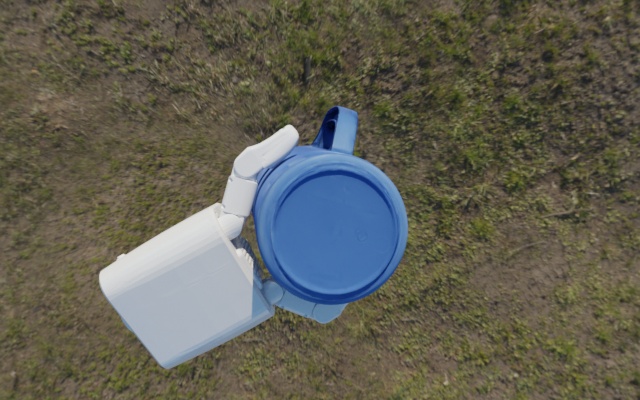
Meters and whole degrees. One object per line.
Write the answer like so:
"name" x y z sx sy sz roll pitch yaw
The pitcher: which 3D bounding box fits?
"pitcher" 0.000 0.002 0.444 0.145 0.149 0.243 -28 7 -3
